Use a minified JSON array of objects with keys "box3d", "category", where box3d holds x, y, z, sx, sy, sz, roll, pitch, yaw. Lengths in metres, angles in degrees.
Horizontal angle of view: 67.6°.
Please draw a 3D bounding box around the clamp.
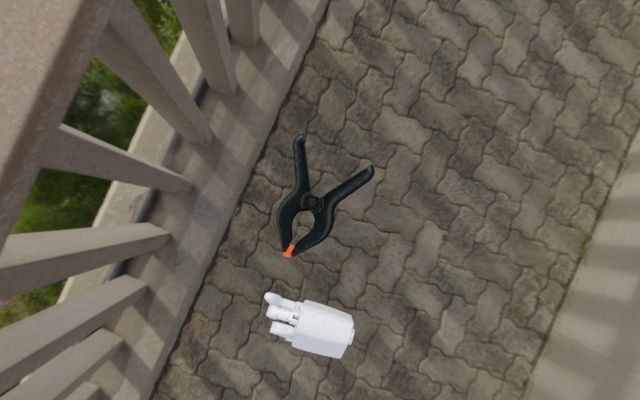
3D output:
[{"box3d":[0.000,0.002,0.658,0.120,0.171,0.039,16,-3,10],"category":"clamp"}]
